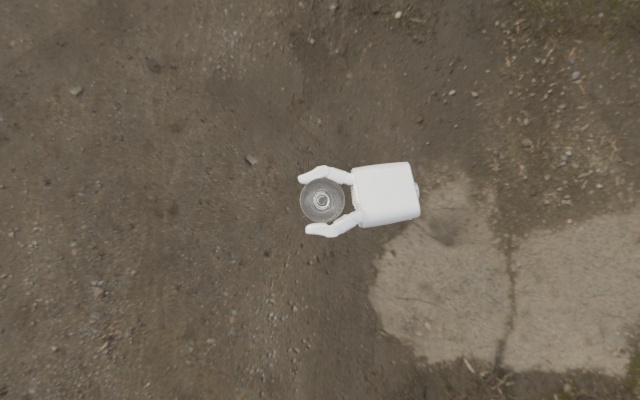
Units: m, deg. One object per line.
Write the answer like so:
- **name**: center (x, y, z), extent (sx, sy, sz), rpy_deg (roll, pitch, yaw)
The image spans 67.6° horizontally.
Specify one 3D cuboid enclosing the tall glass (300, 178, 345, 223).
- **tall glass**: center (0.000, 0.003, 0.882), extent (0.079, 0.079, 0.201), rpy_deg (0, -2, -2)
